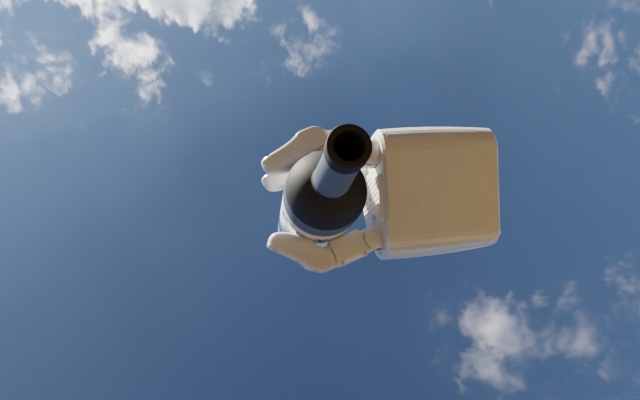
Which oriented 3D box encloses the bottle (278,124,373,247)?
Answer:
[{"bbox_3d":[0.000,0.001,0.417,0.069,0.069,0.296,0,-13,-7],"label":"bottle"}]
